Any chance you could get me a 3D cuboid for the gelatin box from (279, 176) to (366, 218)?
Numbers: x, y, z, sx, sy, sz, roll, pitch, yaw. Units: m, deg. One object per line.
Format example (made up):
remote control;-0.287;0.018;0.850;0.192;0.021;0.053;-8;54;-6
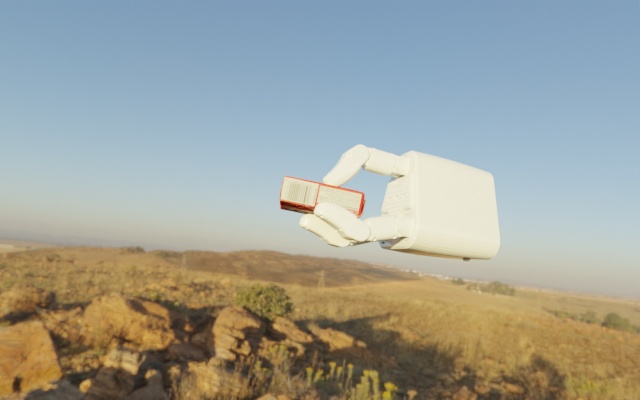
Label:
gelatin box;0.000;0.001;0.528;0.089;0.030;0.073;12;-9;-2
